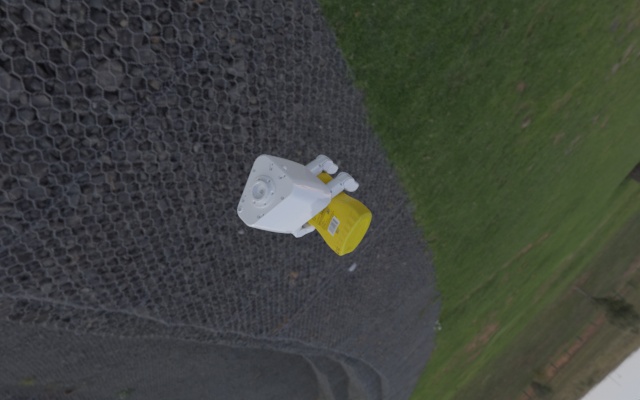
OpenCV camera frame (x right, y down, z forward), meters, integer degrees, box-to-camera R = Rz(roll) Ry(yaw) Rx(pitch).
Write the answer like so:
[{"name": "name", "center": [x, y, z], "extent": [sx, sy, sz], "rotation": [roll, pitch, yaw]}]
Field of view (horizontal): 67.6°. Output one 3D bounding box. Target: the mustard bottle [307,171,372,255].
[{"name": "mustard bottle", "center": [0.001, 0.003, 0.852], "extent": [0.058, 0.096, 0.191], "rotation": [-16, 49, -44]}]
